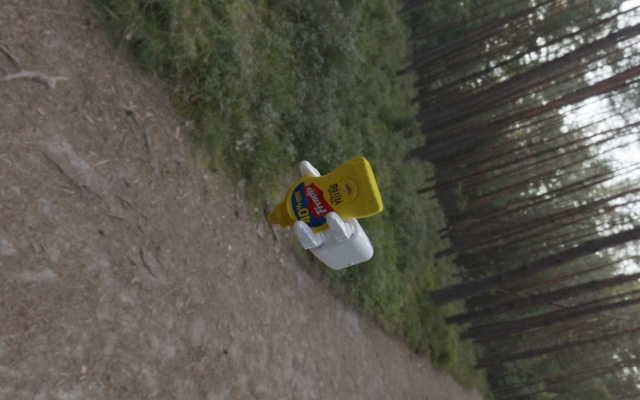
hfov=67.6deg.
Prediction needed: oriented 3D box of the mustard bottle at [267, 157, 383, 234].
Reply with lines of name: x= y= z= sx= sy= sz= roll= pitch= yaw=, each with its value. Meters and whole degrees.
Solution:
mustard bottle: x=0.000 y=0.002 z=0.796 sx=0.191 sy=0.096 sz=0.058 roll=-19 pitch=-9 yaw=13
